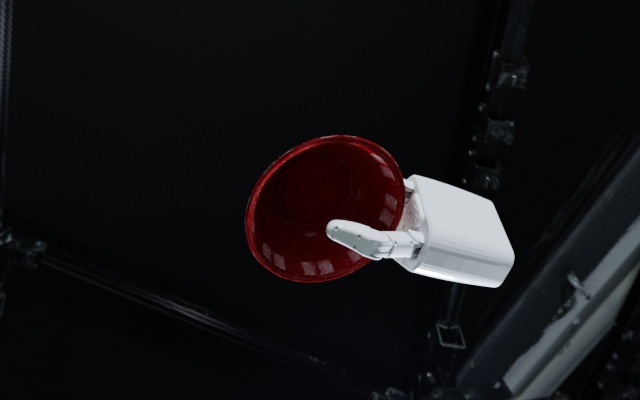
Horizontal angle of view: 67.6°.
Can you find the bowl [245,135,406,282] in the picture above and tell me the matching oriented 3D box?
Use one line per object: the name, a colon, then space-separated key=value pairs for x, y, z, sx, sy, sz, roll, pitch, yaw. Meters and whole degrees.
bowl: x=-0.001 y=0.001 z=0.475 sx=0.162 sy=0.162 sz=0.055 roll=0 pitch=29 yaw=-21
